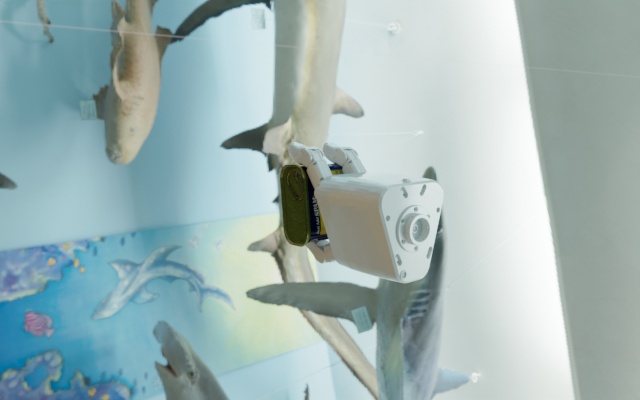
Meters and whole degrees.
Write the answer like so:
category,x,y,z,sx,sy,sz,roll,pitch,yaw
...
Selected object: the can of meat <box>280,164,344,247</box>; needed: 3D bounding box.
category,x,y,z,sx,sy,sz,roll,pitch,yaw
can of meat,0.000,0.002,0.614,0.084,0.102,0.057,-7,6,-33
